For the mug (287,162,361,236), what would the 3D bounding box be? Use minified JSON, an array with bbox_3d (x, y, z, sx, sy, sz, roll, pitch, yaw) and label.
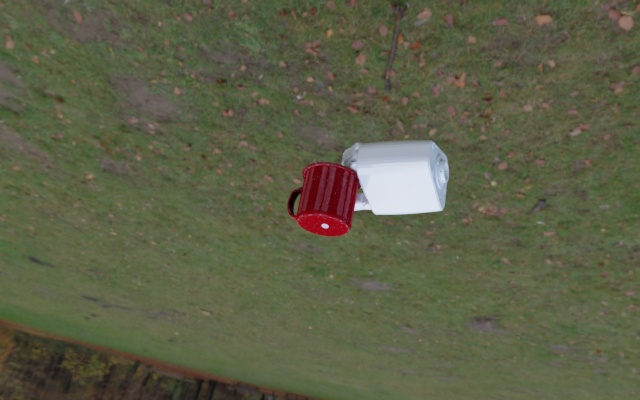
[{"bbox_3d":[-0.001,0.003,0.711,0.117,0.081,0.093,-4,-29,29],"label":"mug"}]
